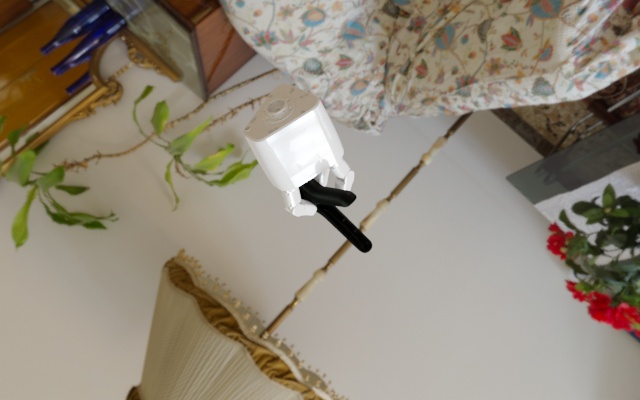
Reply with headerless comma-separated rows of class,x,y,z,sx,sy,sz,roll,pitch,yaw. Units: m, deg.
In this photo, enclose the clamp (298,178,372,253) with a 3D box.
clamp,-0.001,0.003,0.796,0.210,0.036,0.165,31,-21,38
